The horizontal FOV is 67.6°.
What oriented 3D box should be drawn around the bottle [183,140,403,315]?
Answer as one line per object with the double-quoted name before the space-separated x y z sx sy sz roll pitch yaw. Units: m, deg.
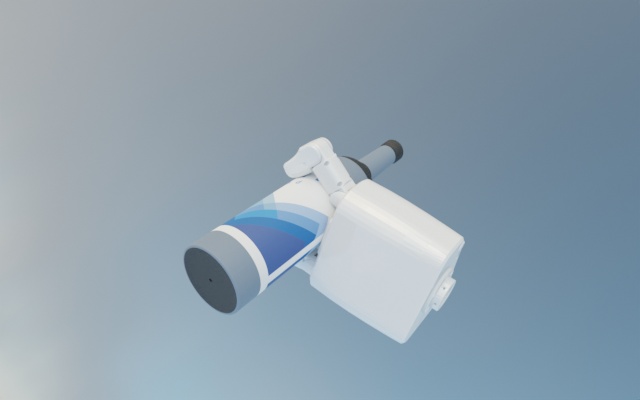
"bottle" 0.000 0.002 0.482 0.069 0.069 0.295 0 25 42
